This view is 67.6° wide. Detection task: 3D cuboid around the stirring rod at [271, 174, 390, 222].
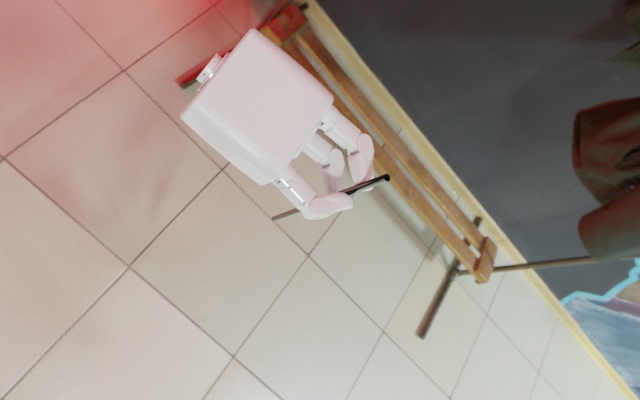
[{"bbox_3d":[0.000,0.002,0.560,0.011,0.011,0.239,0,-12,-33],"label":"stirring rod"}]
